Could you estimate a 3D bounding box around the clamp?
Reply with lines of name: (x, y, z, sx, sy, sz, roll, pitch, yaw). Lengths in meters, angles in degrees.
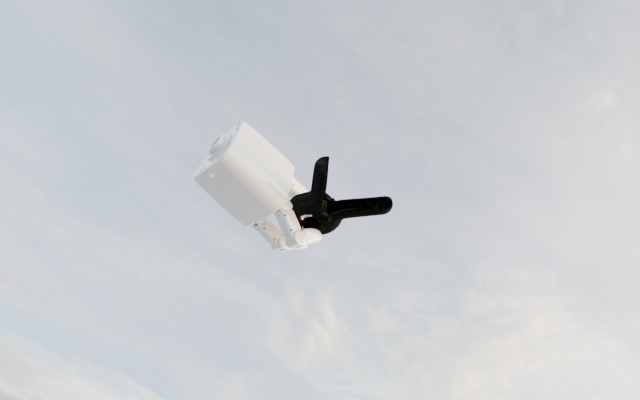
clamp: (0.000, 0.002, 0.657, 0.171, 0.039, 0.120, -27, -59, 40)
